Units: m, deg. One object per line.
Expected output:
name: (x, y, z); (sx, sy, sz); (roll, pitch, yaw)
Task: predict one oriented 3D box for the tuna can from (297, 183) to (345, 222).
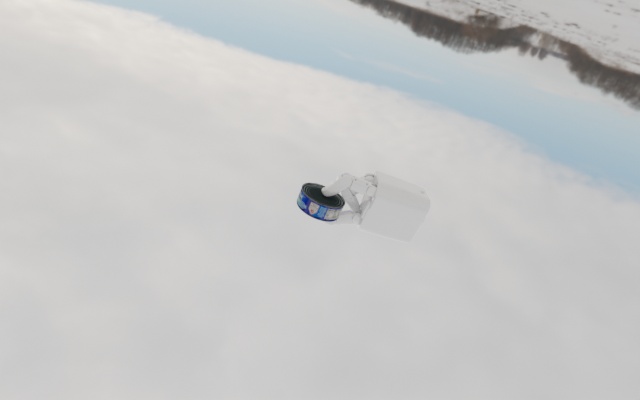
tuna can: (0.000, 0.003, 0.879); (0.086, 0.034, 0.086); (20, 23, -9)
